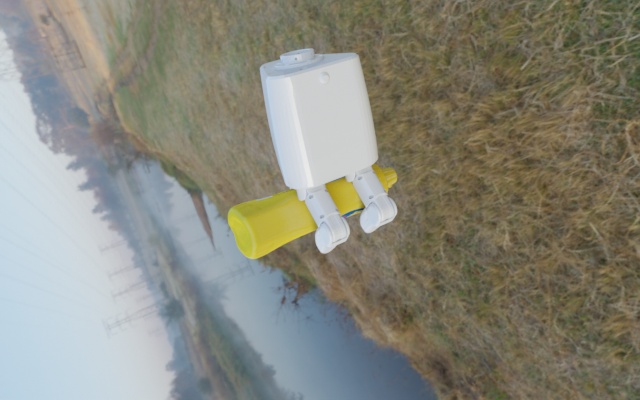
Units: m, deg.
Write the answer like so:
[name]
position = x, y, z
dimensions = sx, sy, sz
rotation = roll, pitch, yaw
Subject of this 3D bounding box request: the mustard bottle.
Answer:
[mustard bottle]
position = 0.000, 0.002, 0.519
dimensions = 0.191, 0.058, 0.096
rotation = -22, 1, -20
